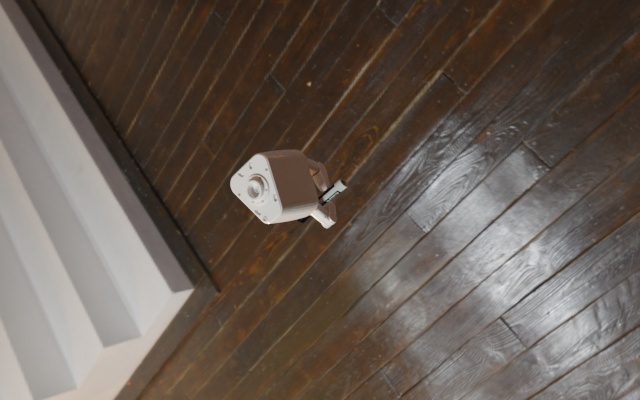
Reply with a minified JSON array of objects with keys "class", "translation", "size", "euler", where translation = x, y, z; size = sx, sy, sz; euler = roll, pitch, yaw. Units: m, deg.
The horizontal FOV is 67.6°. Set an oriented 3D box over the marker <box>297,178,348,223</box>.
[{"class":"marker","translation":[0.000,0.003,0.853],"size":[0.121,0.020,0.020],"euler":[-40,-22,29]}]
